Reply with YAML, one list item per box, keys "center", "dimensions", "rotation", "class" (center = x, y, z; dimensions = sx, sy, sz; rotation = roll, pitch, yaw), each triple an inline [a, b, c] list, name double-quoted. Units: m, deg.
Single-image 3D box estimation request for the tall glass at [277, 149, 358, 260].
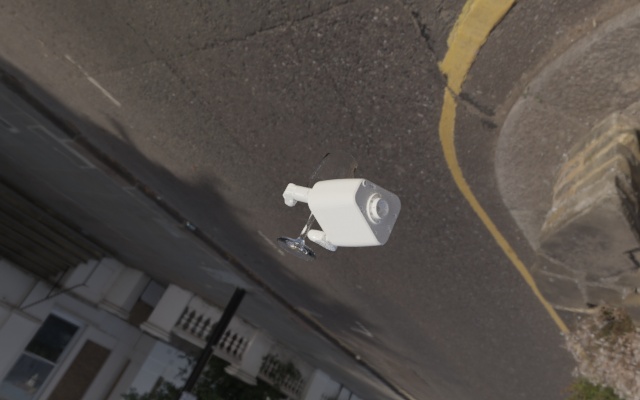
- center: [0.000, 0.003, 0.859]
  dimensions: [0.079, 0.201, 0.079]
  rotation: [22, -25, 11]
  class: "tall glass"
